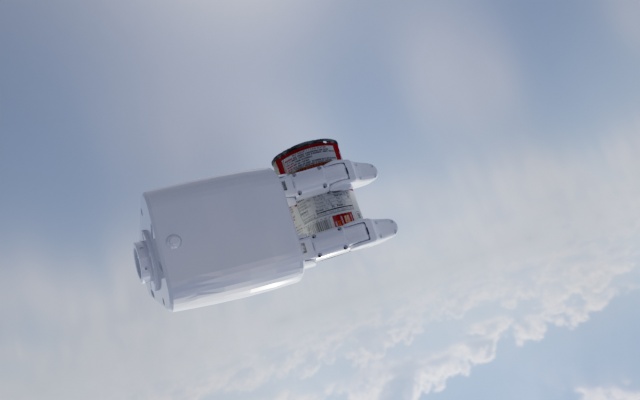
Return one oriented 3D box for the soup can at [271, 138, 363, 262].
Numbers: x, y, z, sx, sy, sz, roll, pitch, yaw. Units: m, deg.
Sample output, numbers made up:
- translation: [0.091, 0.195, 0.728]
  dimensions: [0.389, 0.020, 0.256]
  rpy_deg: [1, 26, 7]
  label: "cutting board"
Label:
- translation: [0.001, 0.002, 0.454]
  dimensions: [0.068, 0.102, 0.068]
  rpy_deg: [-17, -12, -4]
  label: "soup can"
